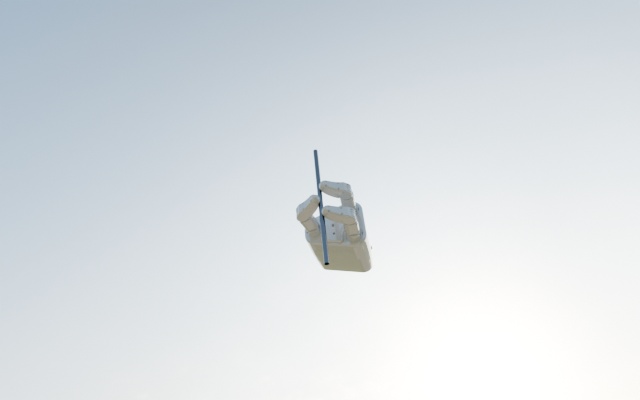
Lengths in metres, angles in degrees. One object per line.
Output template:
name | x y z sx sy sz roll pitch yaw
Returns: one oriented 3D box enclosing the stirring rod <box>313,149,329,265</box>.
stirring rod | 0.000 0.003 0.794 0.011 0.239 0.011 -3 -39 -3
